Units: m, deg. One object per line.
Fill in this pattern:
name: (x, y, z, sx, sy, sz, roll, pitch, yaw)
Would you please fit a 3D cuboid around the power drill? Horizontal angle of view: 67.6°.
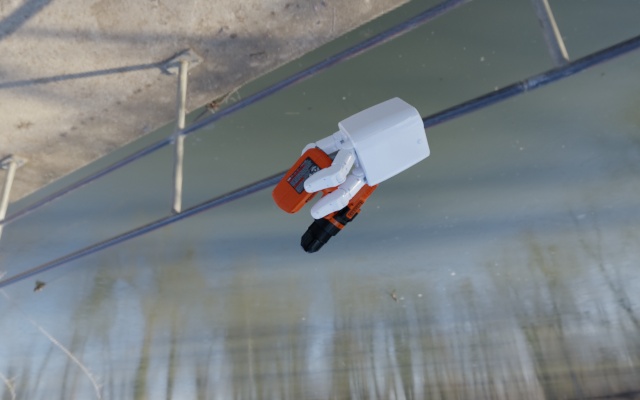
power drill: (0.000, 0.002, 0.784, 0.057, 0.184, 0.188, 43, 7, 28)
